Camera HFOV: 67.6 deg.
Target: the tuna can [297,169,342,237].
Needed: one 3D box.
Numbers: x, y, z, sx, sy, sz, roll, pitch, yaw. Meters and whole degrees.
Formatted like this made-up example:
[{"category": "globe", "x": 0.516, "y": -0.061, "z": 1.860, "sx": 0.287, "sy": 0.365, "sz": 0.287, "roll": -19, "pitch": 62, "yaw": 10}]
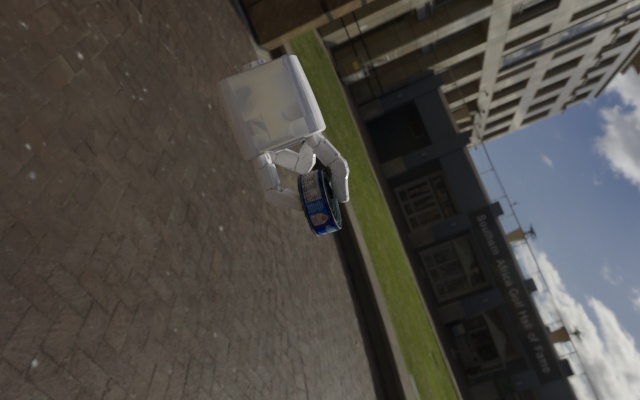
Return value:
[{"category": "tuna can", "x": 0.001, "y": 0.002, "z": 0.629, "sx": 0.034, "sy": 0.086, "sz": 0.086, "roll": -17, "pitch": -3, "yaw": 10}]
